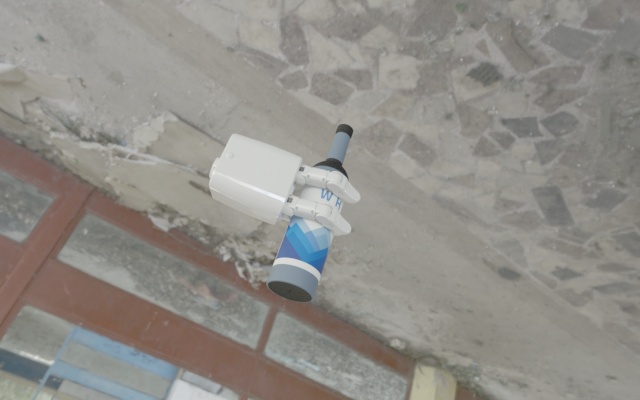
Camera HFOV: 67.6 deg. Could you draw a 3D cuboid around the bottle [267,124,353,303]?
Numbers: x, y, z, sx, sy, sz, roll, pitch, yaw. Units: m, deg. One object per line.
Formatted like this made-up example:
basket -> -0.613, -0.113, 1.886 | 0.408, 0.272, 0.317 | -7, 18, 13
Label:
bottle -> 0.000, 0.003, 0.711 | 0.069, 0.295, 0.069 | 14, -31, 9
